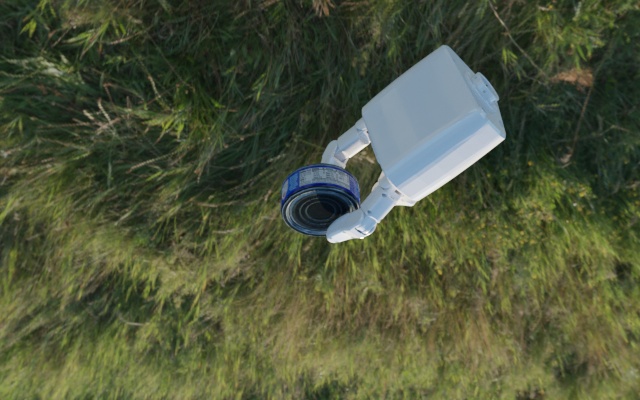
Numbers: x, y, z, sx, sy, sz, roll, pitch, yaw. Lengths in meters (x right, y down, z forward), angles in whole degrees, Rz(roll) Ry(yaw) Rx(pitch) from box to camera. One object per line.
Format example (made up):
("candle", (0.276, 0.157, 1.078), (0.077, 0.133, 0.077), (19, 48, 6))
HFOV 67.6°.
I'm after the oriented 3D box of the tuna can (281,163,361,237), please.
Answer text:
("tuna can", (0.000, 0.002, 0.513), (0.086, 0.033, 0.086), (-1, -41, -1))
